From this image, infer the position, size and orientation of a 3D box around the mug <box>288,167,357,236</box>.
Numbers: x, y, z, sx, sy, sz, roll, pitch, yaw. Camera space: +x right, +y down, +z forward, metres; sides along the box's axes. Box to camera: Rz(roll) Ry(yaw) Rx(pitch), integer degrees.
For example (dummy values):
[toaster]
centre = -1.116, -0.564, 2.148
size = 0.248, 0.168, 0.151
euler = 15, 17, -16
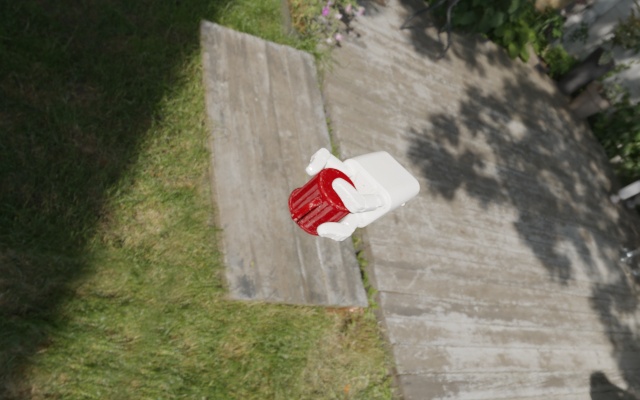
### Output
[mug]
centre = -0.001, 0.003, 0.769
size = 0.117, 0.093, 0.081
euler = -23, -12, -48
